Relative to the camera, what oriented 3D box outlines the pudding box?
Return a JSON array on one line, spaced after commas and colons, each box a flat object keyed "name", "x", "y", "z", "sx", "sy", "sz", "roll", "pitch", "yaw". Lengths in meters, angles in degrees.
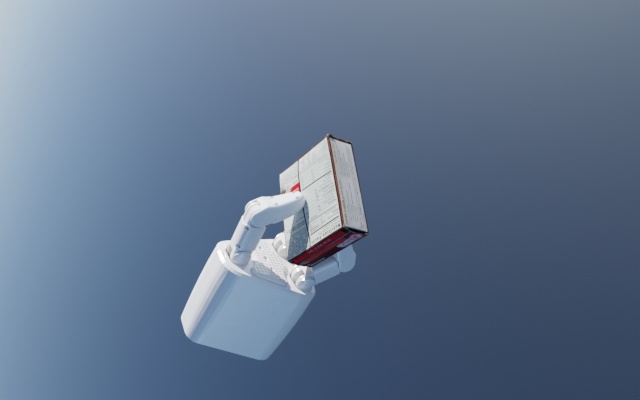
[{"name": "pudding box", "x": 0.000, "y": 0.002, "z": 0.498, "sx": 0.039, "sy": 0.113, "sz": 0.090, "roll": 16, "pitch": -37, "yaw": -39}]
